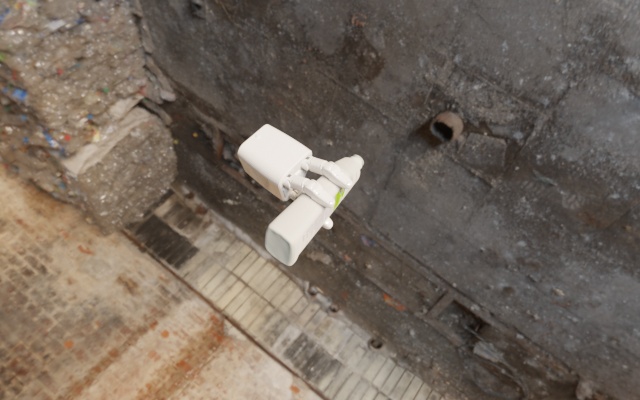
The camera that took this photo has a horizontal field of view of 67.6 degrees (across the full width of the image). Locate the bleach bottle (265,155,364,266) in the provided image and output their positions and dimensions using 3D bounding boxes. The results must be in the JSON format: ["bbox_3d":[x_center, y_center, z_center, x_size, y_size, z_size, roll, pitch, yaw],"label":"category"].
[{"bbox_3d":[0.000,0.003,0.896,0.068,0.250,0.103,35,-32,14],"label":"bleach bottle"}]
